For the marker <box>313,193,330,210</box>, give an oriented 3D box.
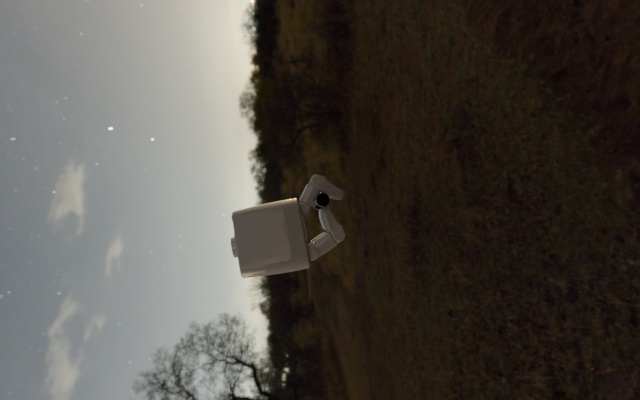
[{"bbox_3d":[0.000,0.002,0.731,0.020,0.020,0.121,0,-3,-4],"label":"marker"}]
